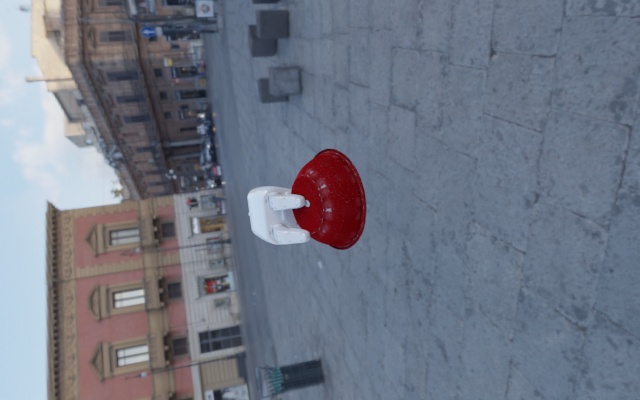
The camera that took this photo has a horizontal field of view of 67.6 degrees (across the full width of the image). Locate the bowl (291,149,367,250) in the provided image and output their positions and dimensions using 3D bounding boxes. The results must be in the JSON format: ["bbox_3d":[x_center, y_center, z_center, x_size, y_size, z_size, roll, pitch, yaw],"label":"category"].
[{"bbox_3d":[0.000,0.002,0.740,0.055,0.162,0.162,-10,6,-34],"label":"bowl"}]
